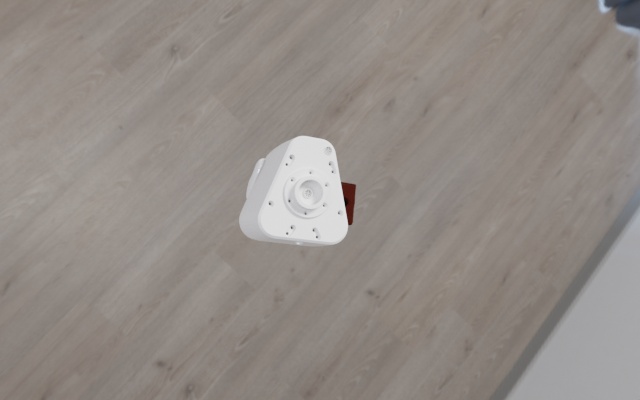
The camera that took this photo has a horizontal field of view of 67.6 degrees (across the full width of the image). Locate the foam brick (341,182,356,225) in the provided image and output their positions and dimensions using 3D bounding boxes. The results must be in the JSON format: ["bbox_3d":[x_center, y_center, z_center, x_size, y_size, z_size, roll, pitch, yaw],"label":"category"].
[{"bbox_3d":[0.000,0.002,0.607,0.078,0.053,0.051,8,-7,-17],"label":"foam brick"}]
